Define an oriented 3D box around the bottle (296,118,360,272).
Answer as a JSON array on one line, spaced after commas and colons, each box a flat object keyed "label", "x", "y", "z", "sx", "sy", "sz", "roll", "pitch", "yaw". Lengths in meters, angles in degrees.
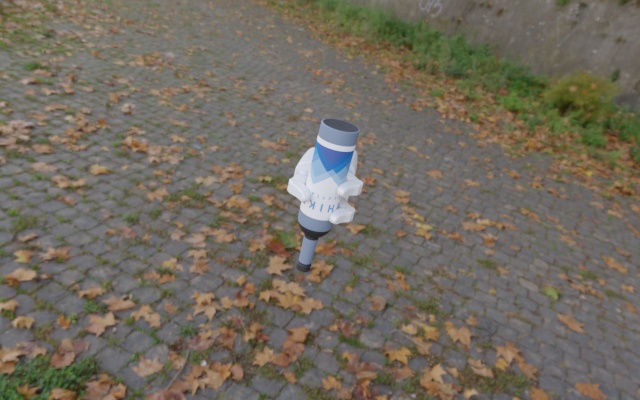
[{"label": "bottle", "x": 0.000, "y": 0.003, "z": 0.862, "sx": 0.069, "sy": 0.296, "sz": 0.069, "roll": 12, "pitch": 26, "yaw": -6}]
